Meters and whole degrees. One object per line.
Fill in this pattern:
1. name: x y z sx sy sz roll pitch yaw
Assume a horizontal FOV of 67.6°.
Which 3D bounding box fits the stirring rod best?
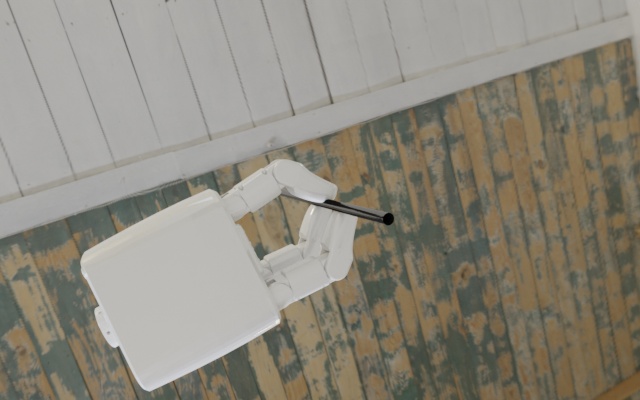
1. stirring rod: 0.000 0.001 0.409 0.011 0.011 0.239 0 5 -21
